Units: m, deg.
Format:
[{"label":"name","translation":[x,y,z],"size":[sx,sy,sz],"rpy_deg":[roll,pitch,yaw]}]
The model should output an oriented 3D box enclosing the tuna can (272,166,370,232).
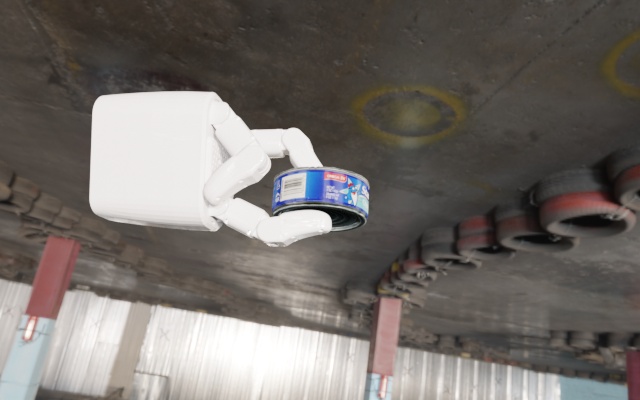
[{"label":"tuna can","translation":[0.000,0.002,0.422],"size":[0.086,0.033,0.086],"rpy_deg":[3,-19,1]}]
